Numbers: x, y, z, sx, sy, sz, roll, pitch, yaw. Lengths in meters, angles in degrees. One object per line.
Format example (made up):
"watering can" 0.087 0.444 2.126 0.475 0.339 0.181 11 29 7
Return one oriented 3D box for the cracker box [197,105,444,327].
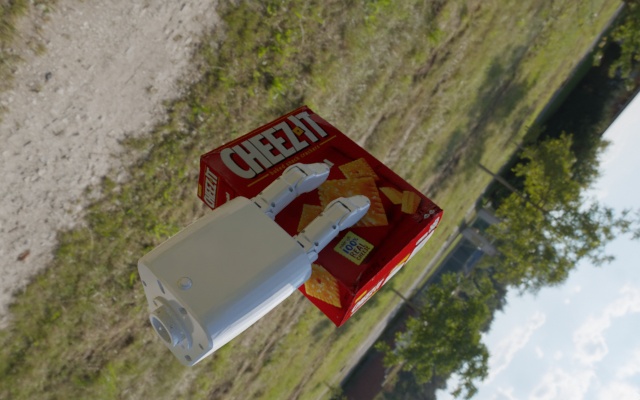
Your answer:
"cracker box" 0.000 0.002 0.514 0.213 0.072 0.164 40 50 19
